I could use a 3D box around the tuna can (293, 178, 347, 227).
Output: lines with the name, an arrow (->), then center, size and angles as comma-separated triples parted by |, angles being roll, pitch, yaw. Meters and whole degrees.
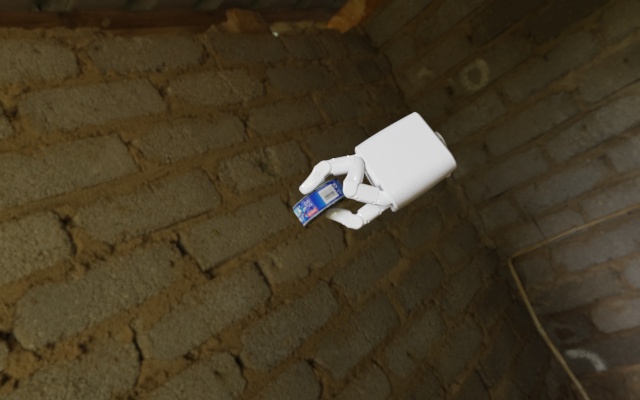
tuna can -> 0.000, 0.002, 0.738 | 0.086, 0.034, 0.086 | -35, -5, -3
